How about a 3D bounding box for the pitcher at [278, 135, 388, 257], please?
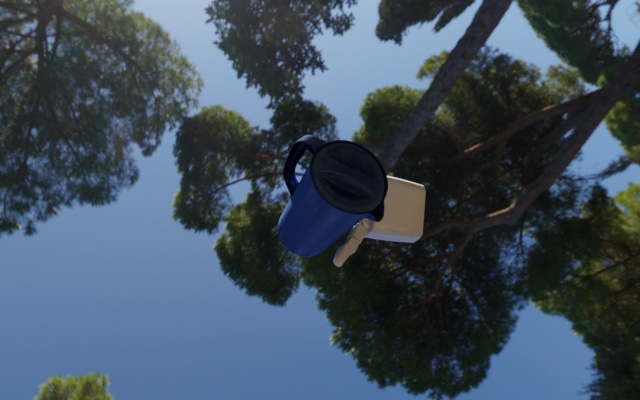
[{"bbox_3d":[0.000,0.003,0.841,0.145,0.149,0.243,8,-29,-19],"label":"pitcher"}]
